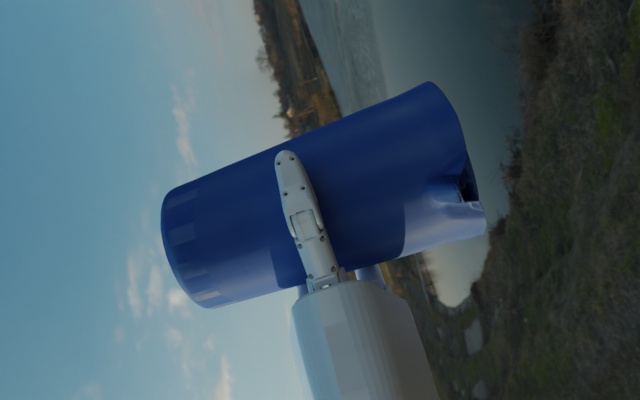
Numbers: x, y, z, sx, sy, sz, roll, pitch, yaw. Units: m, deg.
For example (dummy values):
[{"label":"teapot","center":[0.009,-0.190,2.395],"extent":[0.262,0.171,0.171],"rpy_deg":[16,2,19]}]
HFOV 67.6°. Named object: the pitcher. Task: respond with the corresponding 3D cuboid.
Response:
[{"label":"pitcher","center":[0.000,0.001,0.410],"extent":[0.243,0.145,0.149],"rpy_deg":[-19,-29,3]}]
